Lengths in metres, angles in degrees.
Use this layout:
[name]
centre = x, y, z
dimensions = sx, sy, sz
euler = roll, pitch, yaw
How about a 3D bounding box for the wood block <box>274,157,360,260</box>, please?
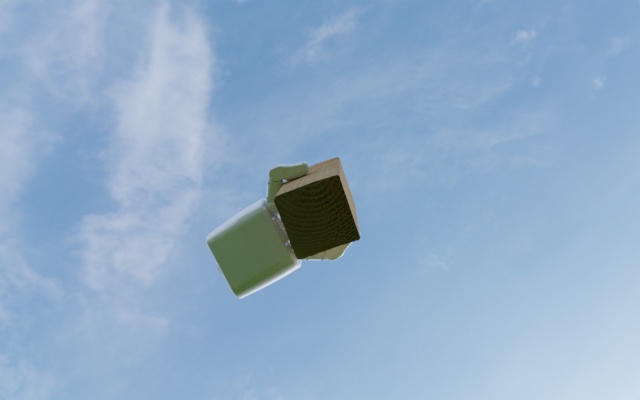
[wood block]
centre = 0.000, 0.002, 0.700
dimensions = 0.090, 0.091, 0.206
euler = -19, 10, 6
